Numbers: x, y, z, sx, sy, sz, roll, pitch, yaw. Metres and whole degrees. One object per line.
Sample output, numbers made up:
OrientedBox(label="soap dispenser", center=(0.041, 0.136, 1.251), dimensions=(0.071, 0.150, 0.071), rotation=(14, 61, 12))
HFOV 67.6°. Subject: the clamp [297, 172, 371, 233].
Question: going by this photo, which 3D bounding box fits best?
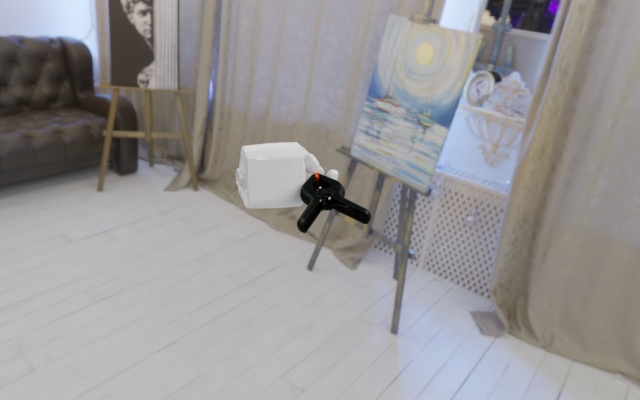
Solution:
OrientedBox(label="clamp", center=(0.000, 0.002, 0.822), dimensions=(0.120, 0.039, 0.171), rotation=(-7, 27, -19))
